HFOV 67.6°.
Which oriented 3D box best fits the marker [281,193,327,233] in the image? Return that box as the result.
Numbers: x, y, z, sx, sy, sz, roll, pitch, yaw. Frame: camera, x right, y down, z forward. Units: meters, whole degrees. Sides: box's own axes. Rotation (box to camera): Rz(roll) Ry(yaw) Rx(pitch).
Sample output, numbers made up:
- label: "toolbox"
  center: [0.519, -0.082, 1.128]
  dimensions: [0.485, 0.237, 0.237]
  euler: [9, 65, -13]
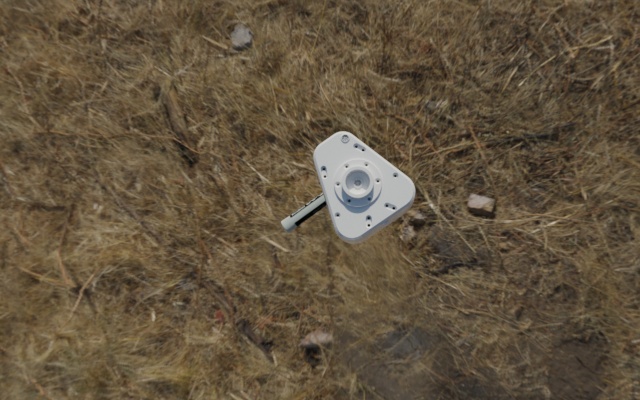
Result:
- label: "marker"
  center: [0.000, 0.002, 0.651]
  dimensions: [0.121, 0.020, 0.020]
  euler: [-35, -2, 2]
